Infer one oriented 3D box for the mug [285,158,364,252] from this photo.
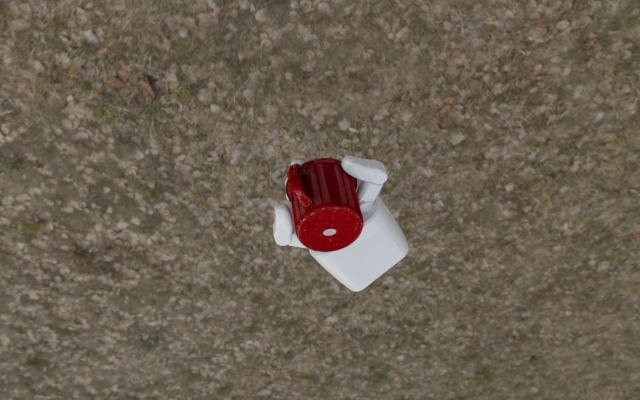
[{"bbox_3d":[-0.001,0.001,0.576,0.093,0.081,0.117,-29,-49,16],"label":"mug"}]
